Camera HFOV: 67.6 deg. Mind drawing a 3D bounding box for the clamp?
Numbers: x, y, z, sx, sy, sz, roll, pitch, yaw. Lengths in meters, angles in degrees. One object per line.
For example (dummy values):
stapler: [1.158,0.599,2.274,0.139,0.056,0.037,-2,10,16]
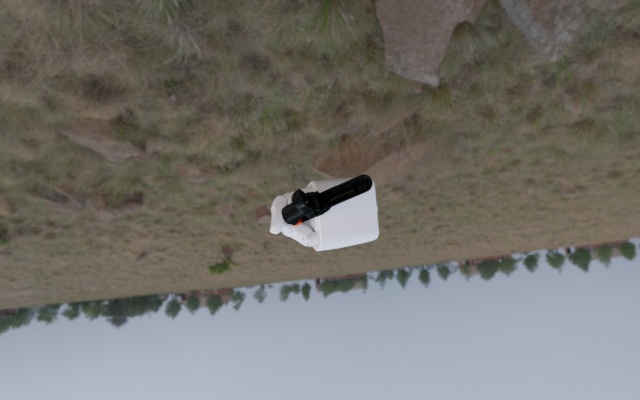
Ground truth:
clamp: [0.000,0.003,0.696,0.120,0.039,0.171,-9,-8,-18]
